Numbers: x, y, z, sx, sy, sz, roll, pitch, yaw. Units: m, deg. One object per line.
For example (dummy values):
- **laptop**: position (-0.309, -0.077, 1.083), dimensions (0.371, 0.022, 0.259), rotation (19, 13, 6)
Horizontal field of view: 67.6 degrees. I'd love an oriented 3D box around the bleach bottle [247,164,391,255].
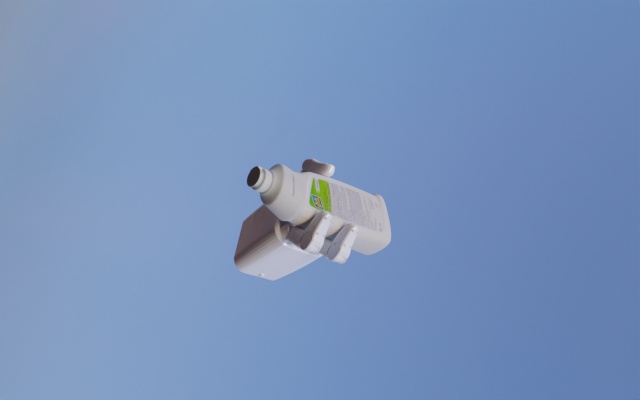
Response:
- **bleach bottle**: position (0.000, 0.002, 0.696), dimensions (0.068, 0.102, 0.251), rotation (-33, -40, 32)
